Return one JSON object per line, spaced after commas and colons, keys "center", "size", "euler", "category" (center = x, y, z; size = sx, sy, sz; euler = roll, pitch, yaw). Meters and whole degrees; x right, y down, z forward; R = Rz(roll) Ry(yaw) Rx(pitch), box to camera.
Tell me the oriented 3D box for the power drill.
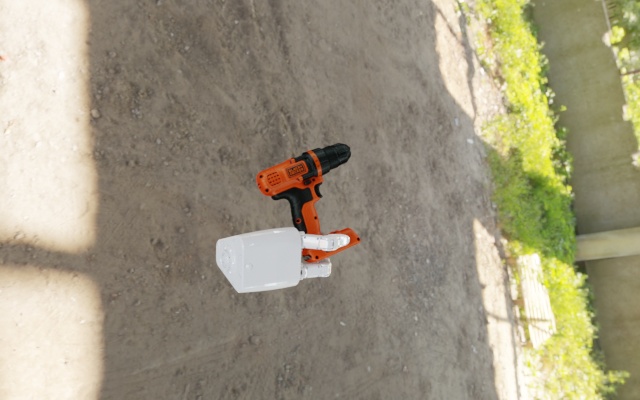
{"center": [0.000, 0.003, 0.851], "size": [0.184, 0.187, 0.057], "euler": [-23, -2, -17], "category": "power drill"}
